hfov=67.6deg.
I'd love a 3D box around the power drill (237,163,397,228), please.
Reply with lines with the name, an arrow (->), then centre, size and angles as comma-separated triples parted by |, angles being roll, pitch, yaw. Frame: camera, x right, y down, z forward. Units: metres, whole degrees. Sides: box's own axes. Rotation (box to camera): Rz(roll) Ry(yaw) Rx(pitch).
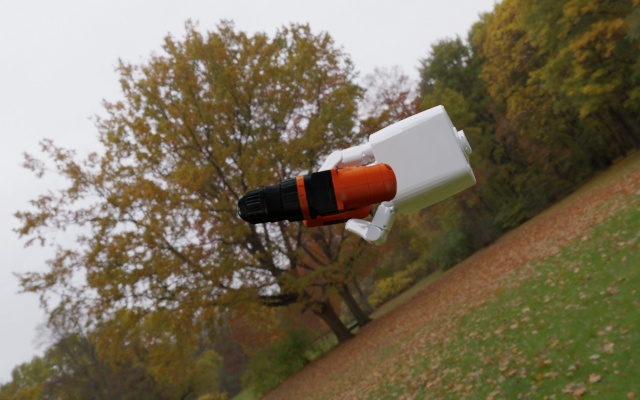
power drill -> 0.000, 0.002, 0.613 | 0.184, 0.057, 0.187 | -9, -5, 3
